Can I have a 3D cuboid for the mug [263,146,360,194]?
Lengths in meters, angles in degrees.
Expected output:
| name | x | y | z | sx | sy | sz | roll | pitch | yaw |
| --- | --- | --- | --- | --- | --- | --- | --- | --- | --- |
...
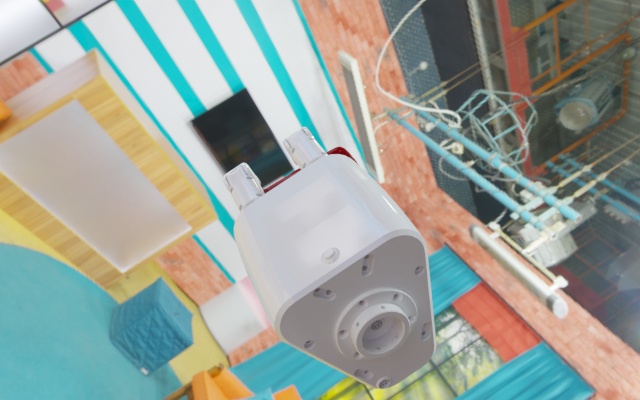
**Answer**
| name | x | y | z | sx | sy | sz | roll | pitch | yaw |
| --- | --- | --- | --- | --- | --- | --- | --- | --- | --- |
| mug | 0.000 | 0.001 | 0.424 | 0.081 | 0.093 | 0.117 | -31 | 34 | -2 |
